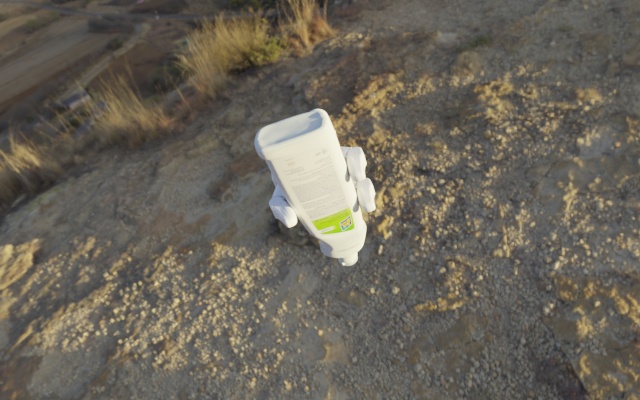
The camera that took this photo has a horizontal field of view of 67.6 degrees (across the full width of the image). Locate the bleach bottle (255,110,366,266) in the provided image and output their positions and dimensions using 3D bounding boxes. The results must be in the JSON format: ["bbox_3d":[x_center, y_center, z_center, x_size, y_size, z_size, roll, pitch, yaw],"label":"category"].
[{"bbox_3d":[0.000,0.002,0.673,0.102,0.251,0.068,-17,38,5],"label":"bleach bottle"}]
